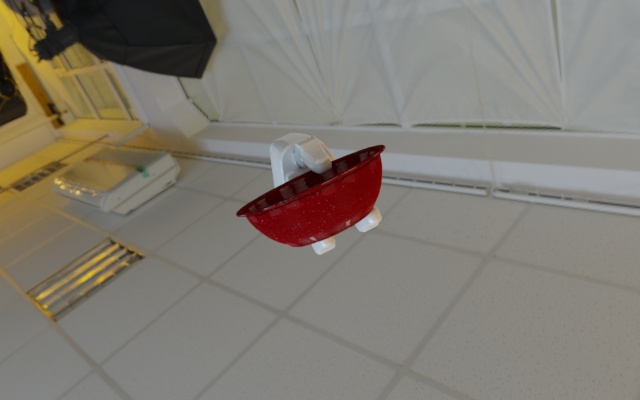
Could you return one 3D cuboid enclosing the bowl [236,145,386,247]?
[{"bbox_3d":[0.000,0.002,0.477,0.162,0.055,0.162,-24,8,4],"label":"bowl"}]
